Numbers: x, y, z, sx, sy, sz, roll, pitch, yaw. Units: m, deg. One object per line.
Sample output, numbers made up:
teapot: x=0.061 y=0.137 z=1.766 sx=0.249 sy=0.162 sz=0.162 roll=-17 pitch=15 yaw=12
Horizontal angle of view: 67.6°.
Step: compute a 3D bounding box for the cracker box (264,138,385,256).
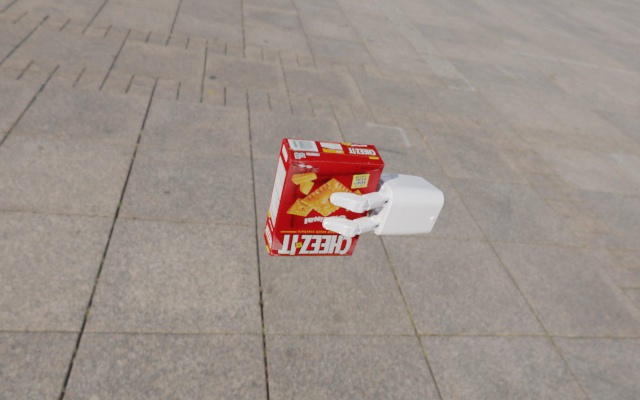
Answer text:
cracker box: x=0.000 y=0.002 z=0.834 sx=0.164 sy=0.214 sz=0.072 roll=2 pitch=38 yaw=-18
